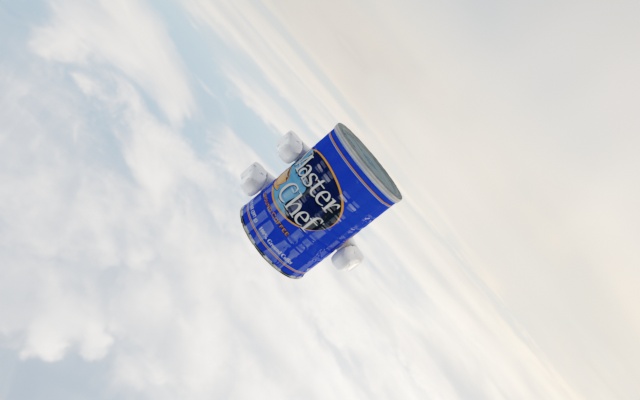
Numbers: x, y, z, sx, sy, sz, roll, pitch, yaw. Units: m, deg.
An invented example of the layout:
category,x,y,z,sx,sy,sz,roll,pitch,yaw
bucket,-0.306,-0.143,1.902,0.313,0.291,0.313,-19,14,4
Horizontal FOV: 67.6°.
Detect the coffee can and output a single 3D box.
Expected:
category,x,y,z,sx,sy,sz,roll,pitch,yaw
coffee can,0.000,0.002,0.507,0.140,0.103,0.103,-39,-11,14
